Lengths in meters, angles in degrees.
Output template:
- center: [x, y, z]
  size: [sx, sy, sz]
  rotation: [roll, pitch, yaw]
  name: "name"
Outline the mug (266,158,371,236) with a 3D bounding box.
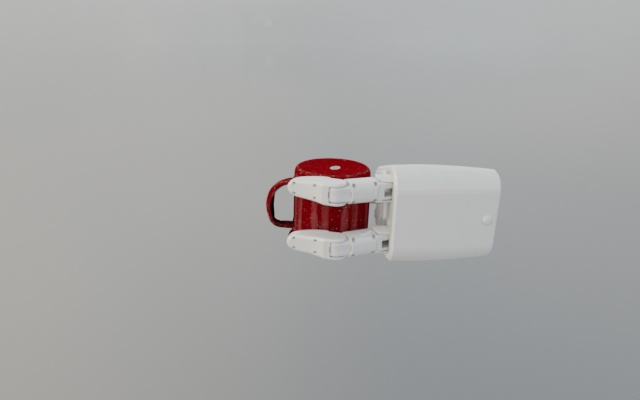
- center: [-0.001, 0.001, 0.516]
  size: [0.117, 0.081, 0.093]
  rotation: [0, 18, -5]
  name: "mug"
